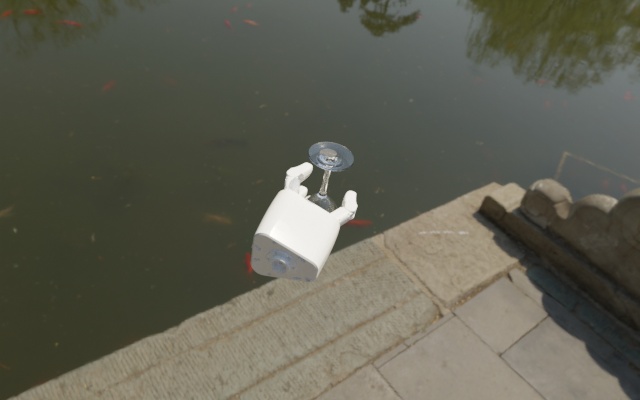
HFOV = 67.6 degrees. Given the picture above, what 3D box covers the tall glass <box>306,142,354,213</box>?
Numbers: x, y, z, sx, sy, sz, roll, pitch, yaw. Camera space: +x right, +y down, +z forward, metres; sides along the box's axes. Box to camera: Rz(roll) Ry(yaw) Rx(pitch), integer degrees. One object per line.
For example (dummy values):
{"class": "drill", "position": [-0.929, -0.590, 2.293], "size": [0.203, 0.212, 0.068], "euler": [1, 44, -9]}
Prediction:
{"class": "tall glass", "position": [0.000, 0.002, 0.818], "size": [0.079, 0.201, 0.079], "euler": [7, 41, -6]}
